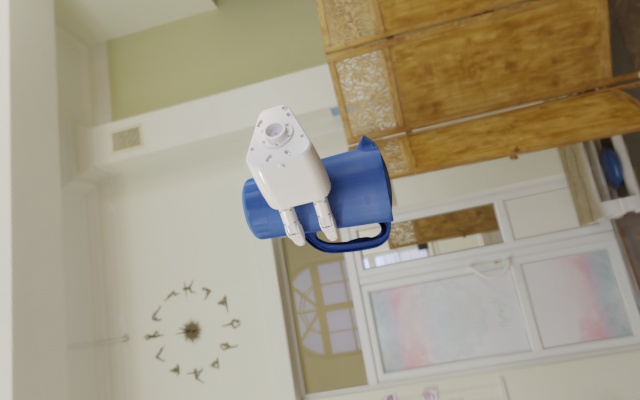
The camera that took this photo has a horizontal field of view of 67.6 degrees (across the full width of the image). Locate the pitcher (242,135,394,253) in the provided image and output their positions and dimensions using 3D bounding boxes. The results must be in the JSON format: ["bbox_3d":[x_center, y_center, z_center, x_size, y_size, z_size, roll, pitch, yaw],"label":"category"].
[{"bbox_3d":[0.000,0.002,0.808,0.243,0.149,0.145,-12,-35,8],"label":"pitcher"}]
